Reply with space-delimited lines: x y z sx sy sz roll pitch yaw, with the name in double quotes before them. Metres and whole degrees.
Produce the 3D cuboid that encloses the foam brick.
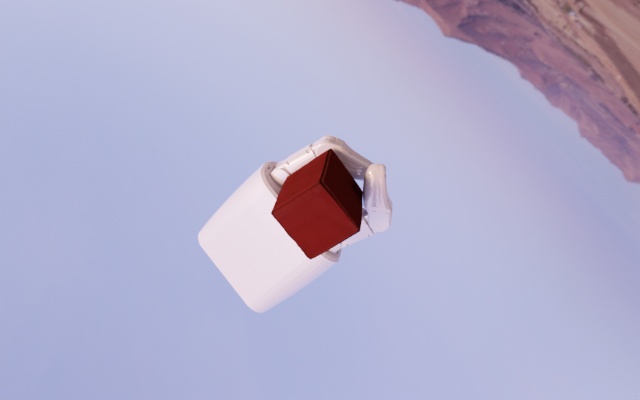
"foam brick" 0.000 0.001 0.400 0.051 0.053 0.078 -32 17 19
